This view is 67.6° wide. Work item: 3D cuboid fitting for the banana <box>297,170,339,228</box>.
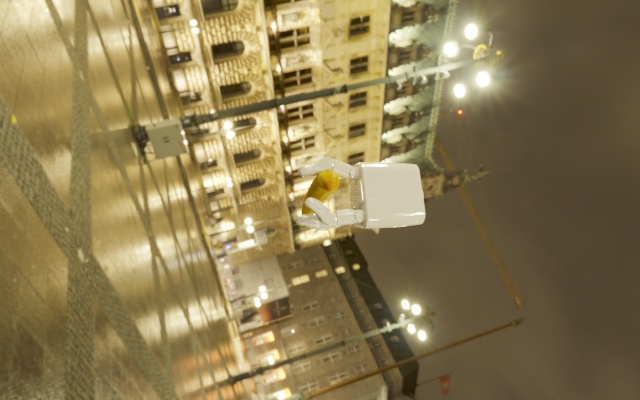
[{"bbox_3d":[0.001,-0.013,0.826,0.037,0.069,0.198,12,-25,-11],"label":"banana"}]
